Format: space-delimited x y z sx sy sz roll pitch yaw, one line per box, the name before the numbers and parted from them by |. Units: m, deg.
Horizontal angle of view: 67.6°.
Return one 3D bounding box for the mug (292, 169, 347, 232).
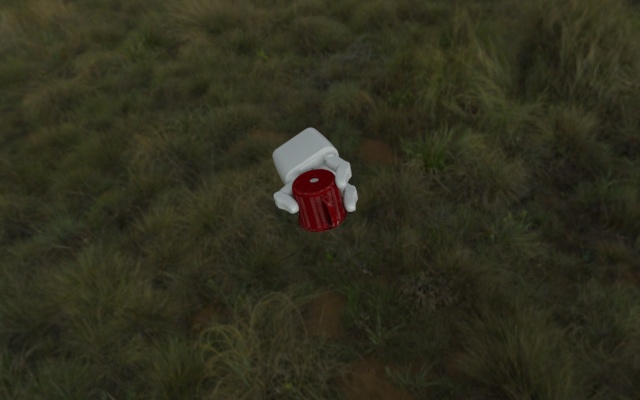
mug | 0.001 0.003 0.850 0.093 0.082 0.117 -23 37 -11
